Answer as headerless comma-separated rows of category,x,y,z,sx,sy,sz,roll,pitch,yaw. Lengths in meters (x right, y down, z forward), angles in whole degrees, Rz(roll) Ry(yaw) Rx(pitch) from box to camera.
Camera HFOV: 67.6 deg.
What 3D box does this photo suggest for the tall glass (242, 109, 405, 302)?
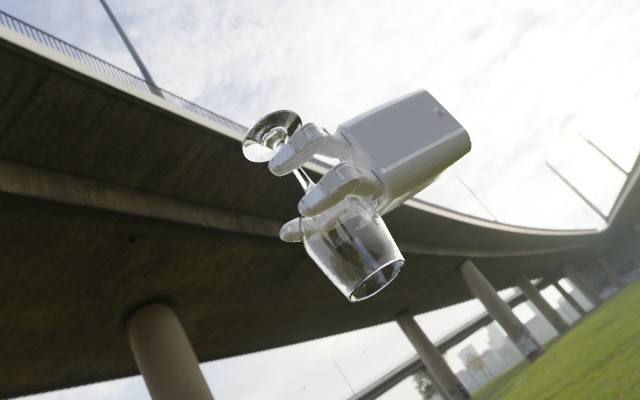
tall glass,0.000,0.001,0.477,0.079,0.201,0.079,-27,-28,-16
